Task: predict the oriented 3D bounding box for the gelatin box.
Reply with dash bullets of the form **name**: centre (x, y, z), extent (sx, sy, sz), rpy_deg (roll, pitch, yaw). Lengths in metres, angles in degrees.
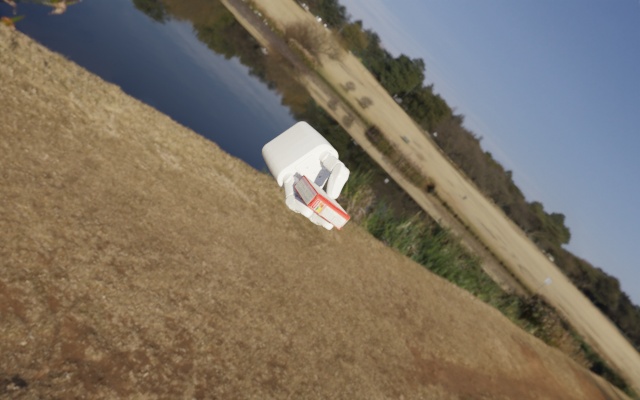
- **gelatin box**: centre (0.001, 0.002, 0.778), extent (0.073, 0.030, 0.089), rpy_deg (38, 6, -28)
